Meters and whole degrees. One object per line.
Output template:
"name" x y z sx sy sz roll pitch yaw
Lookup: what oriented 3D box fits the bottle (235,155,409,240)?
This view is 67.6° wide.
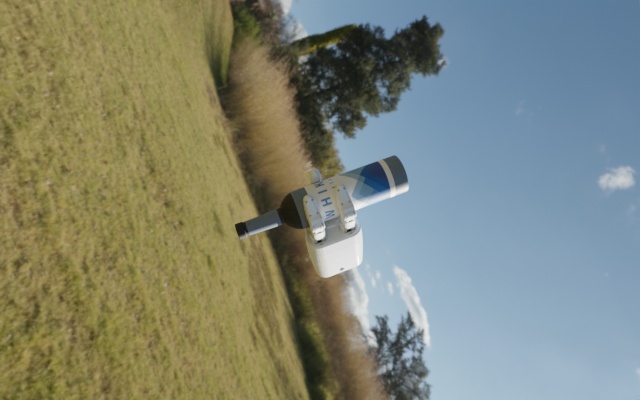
"bottle" 0.000 0.002 0.805 0.295 0.069 0.069 -20 2 -7
